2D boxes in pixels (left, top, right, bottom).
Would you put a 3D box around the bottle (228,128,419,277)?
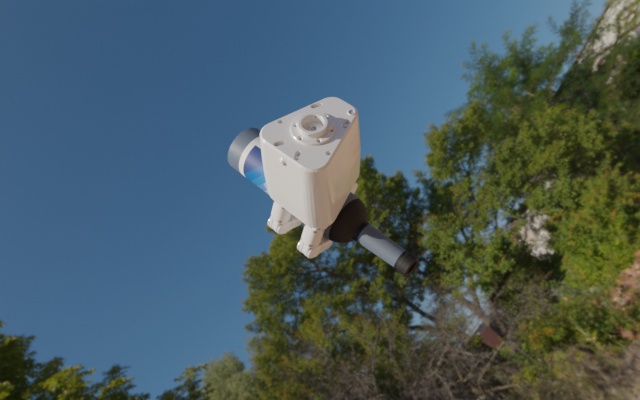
[{"bbox_3d":[0.000,0.002,0.628,0.295,0.069,0.069,36,17,25],"label":"bottle"}]
